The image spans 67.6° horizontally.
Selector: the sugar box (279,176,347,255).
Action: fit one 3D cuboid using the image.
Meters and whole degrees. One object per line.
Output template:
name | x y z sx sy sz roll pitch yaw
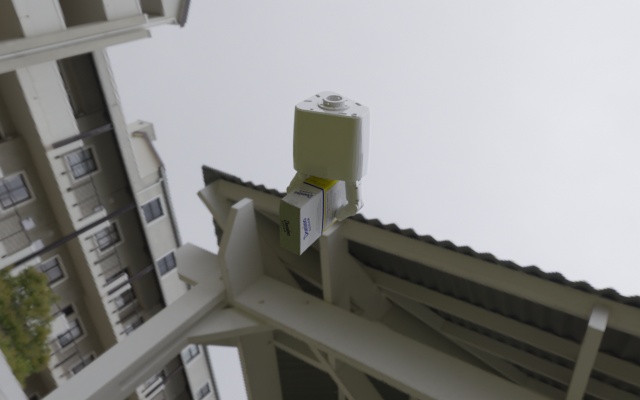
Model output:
sugar box | 0.000 0.002 0.782 0.048 0.093 0.176 23 39 28
